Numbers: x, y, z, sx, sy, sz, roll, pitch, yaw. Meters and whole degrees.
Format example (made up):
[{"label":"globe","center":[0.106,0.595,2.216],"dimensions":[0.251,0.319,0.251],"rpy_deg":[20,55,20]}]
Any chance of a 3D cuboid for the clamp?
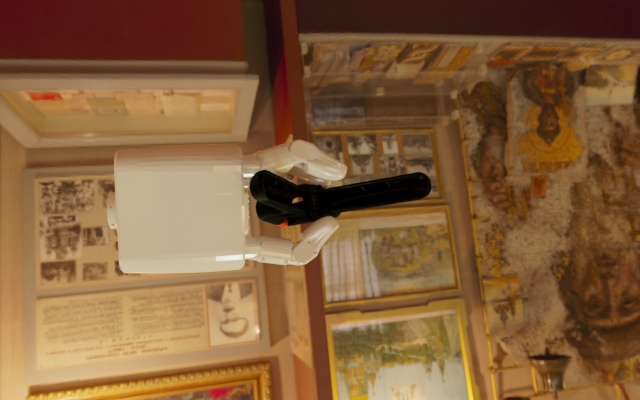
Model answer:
[{"label":"clamp","center":[0.000,0.002,0.484],"dimensions":[0.164,0.036,0.210],"rpy_deg":[-1,-9,-15]}]
